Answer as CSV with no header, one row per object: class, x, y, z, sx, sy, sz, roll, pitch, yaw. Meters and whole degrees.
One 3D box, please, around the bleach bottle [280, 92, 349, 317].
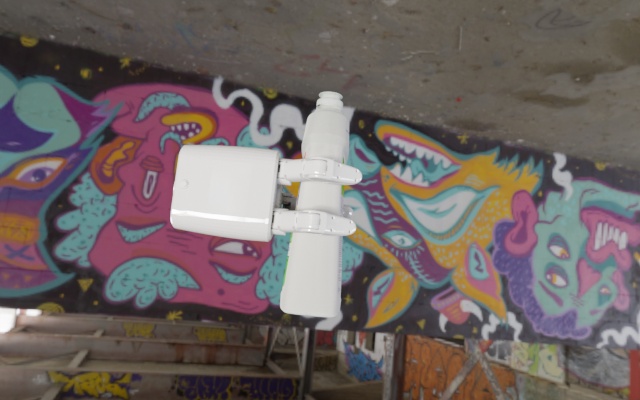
bleach bottle,0.000,0.002,0.552,0.068,0.251,0.102,5,-8,1
